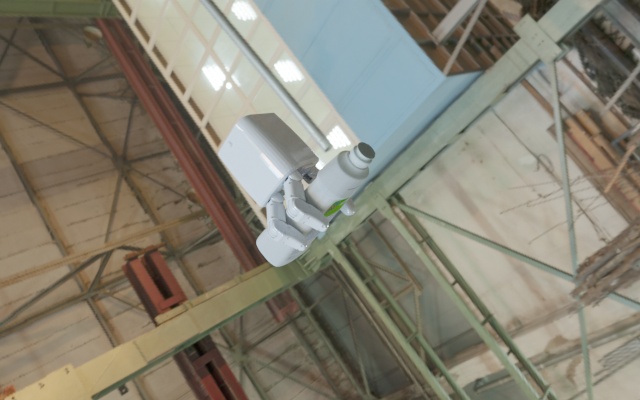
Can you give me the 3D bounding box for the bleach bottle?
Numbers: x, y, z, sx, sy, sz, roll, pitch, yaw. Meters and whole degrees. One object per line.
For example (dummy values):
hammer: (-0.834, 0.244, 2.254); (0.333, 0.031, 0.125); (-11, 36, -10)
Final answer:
bleach bottle: (0.000, 0.002, 0.704); (0.102, 0.068, 0.251); (-33, -11, -48)
